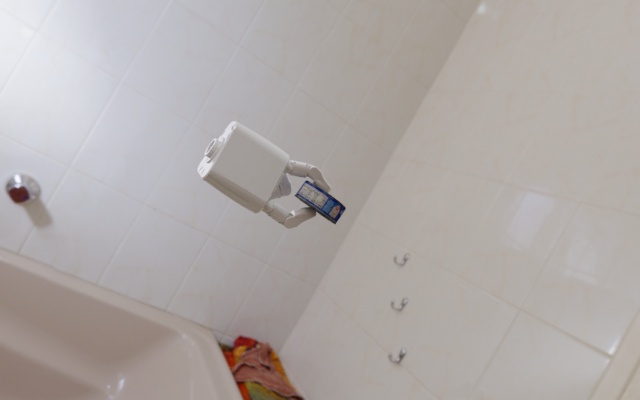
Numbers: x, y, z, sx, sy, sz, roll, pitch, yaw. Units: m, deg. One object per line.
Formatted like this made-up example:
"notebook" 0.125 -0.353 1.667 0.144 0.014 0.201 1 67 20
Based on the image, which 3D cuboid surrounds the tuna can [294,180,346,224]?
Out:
"tuna can" 0.001 0.002 0.807 0.086 0.034 0.086 35 -4 3
